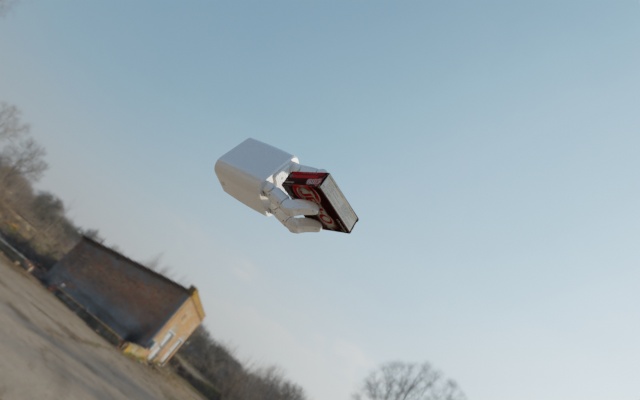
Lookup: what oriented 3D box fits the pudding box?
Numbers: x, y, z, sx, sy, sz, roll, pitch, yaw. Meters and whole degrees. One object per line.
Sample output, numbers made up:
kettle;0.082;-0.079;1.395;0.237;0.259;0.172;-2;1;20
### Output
pudding box;0.000;0.002;0.794;0.090;0.039;0.113;6;-38;46
